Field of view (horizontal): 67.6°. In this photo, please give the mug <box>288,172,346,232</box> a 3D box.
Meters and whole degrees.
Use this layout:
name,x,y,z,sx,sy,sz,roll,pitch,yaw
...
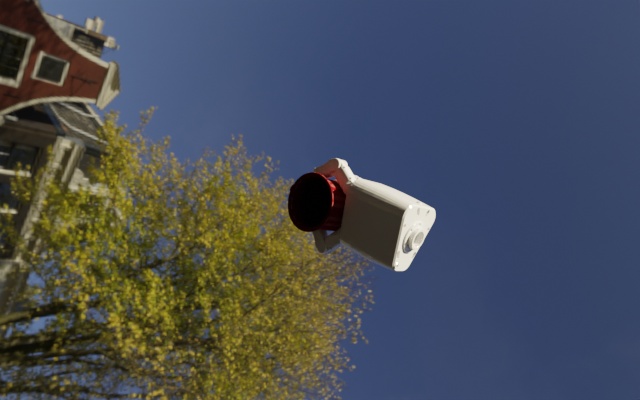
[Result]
name,x,y,z,sx,sy,sz,roll,pitch,yaw
mug,-0.001,0.002,0.772,0.117,0.093,0.081,27,11,39
